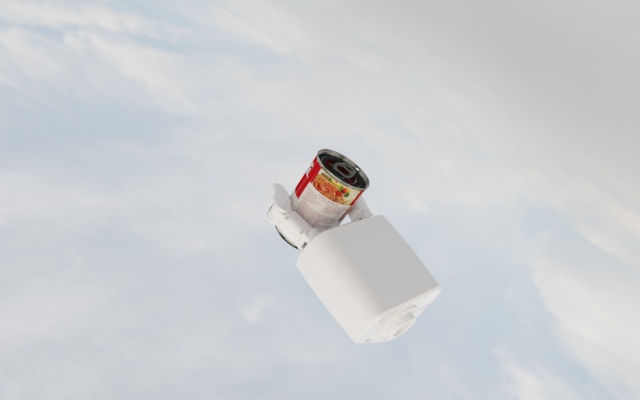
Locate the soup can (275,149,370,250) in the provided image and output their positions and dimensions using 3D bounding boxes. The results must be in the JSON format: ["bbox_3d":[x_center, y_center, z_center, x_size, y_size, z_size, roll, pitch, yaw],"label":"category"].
[{"bbox_3d":[0.000,0.002,0.544,0.068,0.102,0.068,27,28,-15],"label":"soup can"}]
